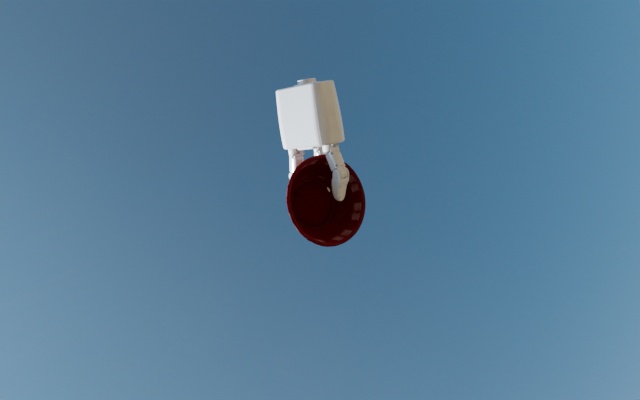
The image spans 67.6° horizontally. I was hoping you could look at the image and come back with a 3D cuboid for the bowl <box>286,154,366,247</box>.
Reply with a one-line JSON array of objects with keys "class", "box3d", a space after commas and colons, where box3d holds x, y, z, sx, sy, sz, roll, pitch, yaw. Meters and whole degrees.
[{"class": "bowl", "box3d": [0.000, 0.004, 0.850, 0.162, 0.162, 0.055, 0, -8, -31]}]
